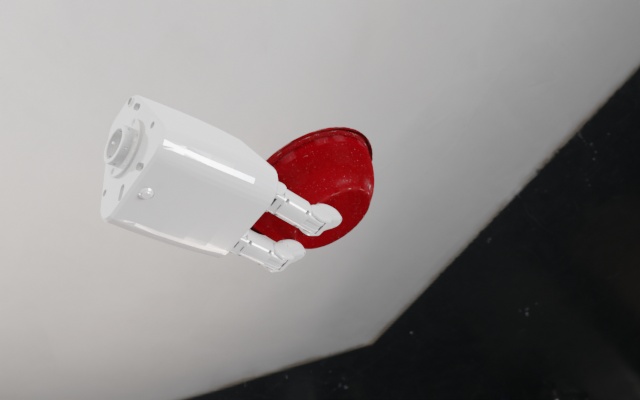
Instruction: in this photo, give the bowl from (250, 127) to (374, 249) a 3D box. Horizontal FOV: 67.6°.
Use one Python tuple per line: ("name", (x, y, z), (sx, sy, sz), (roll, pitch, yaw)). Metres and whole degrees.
("bowl", (0.001, 0.002, 0.508), (0.162, 0.055, 0.162), (-24, -32, -17))
